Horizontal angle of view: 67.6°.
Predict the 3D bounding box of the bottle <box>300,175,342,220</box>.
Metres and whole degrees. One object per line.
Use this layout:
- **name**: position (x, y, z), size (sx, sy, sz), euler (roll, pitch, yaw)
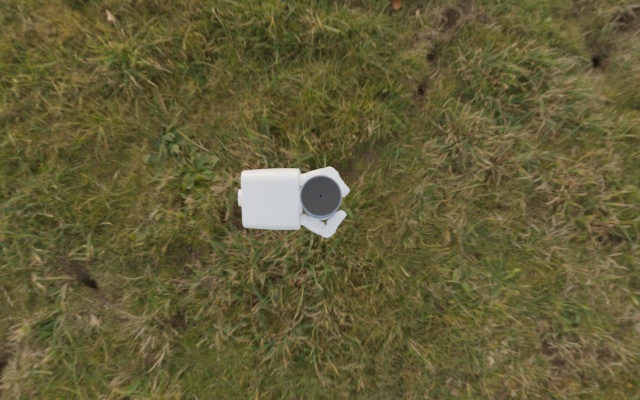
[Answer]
- **bottle**: position (0.000, 0.003, 0.887), size (0.069, 0.069, 0.296), euler (0, -4, 0)
